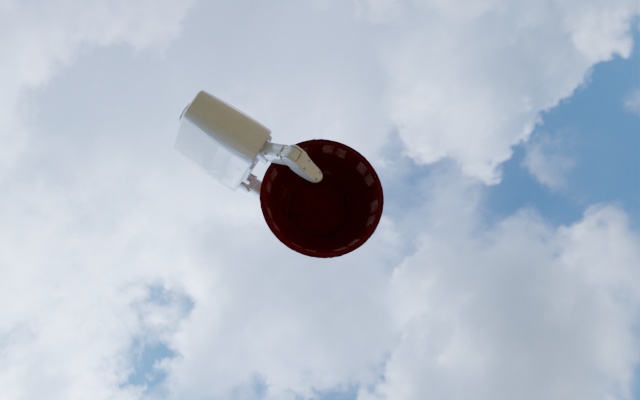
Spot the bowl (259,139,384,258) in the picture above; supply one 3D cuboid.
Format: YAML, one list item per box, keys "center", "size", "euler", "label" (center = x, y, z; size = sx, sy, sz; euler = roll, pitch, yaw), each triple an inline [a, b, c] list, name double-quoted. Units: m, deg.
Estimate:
- center: [0.001, 0.003, 0.639]
  size: [0.162, 0.162, 0.055]
  euler: [0, -18, -6]
  label: "bowl"
